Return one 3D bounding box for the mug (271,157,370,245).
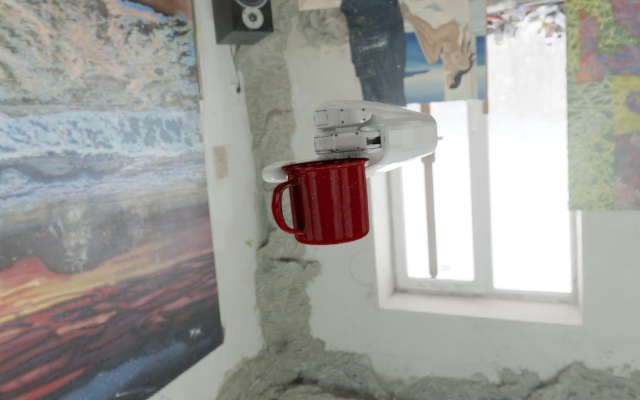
[{"bbox_3d":[-0.001,0.002,0.498,0.117,0.081,0.093,-13,11,-41],"label":"mug"}]
